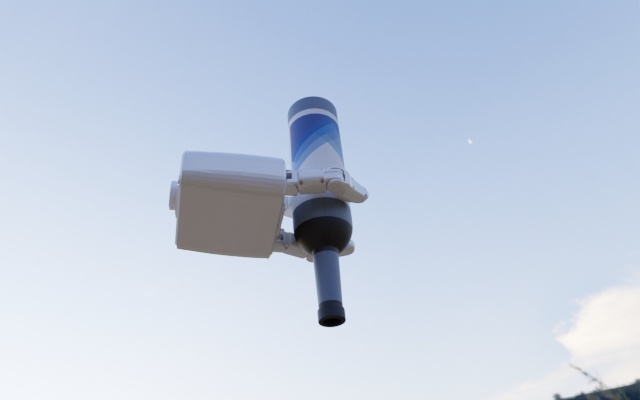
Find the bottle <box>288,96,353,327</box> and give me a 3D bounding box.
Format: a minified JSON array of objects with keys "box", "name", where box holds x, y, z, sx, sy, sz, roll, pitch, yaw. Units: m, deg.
[{"box":[0.000,0.002,0.552,0.069,0.295,0.069,-3,-37,-3],"name":"bottle"}]
